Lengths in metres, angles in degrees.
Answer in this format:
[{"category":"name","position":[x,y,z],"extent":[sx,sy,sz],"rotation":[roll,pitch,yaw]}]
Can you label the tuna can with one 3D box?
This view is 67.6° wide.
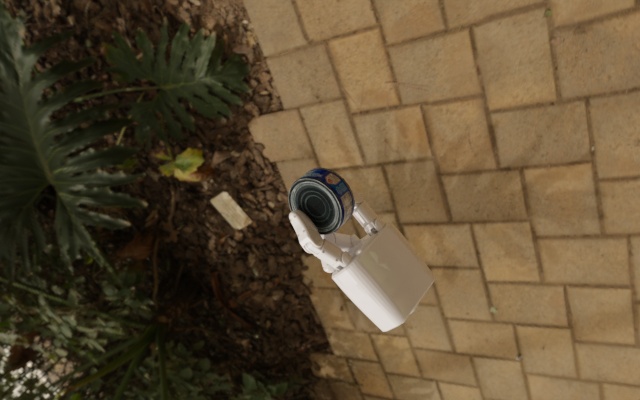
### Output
[{"category":"tuna can","position":[0.000,0.002,0.633],"extent":[0.086,0.086,0.033],"rotation":[0,25,35]}]
